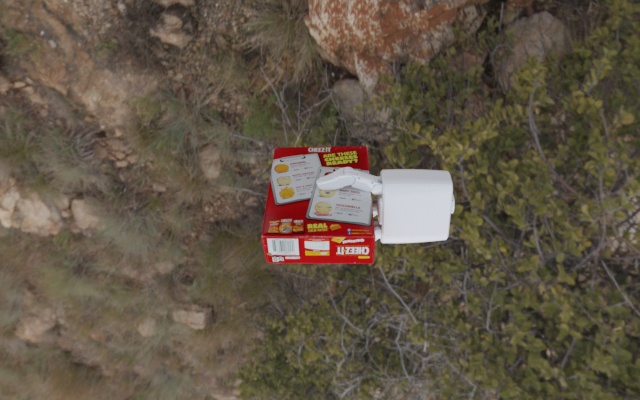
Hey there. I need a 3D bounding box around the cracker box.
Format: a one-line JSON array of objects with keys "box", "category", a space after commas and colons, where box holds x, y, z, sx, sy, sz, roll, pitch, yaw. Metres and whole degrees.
[{"box": [0.000, 0.002, 0.768, 0.164, 0.072, 0.213, -1, 43, 2], "category": "cracker box"}]
